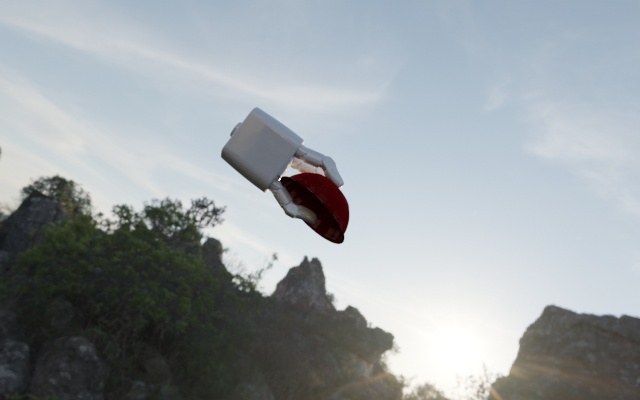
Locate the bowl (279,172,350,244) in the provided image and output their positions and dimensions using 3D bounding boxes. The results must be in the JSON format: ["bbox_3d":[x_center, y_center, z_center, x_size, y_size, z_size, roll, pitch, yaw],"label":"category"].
[{"bbox_3d":[0.001,0.004,0.864,0.055,0.162,0.162,-43,17,-19],"label":"bowl"}]
